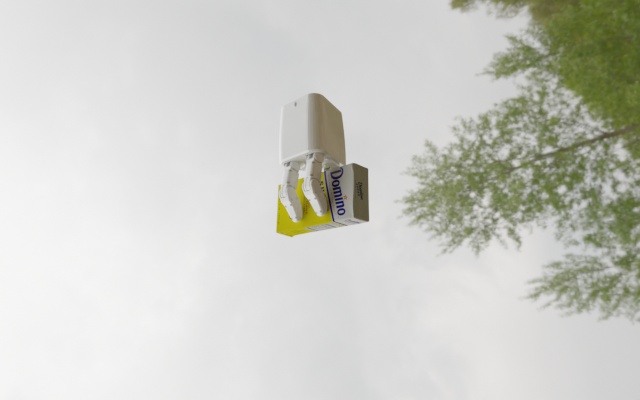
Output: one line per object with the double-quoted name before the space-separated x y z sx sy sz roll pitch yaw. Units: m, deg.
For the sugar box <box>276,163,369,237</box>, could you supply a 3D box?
"sugar box" 0.000 0.002 0.802 0.176 0.093 0.048 -16 -23 42
